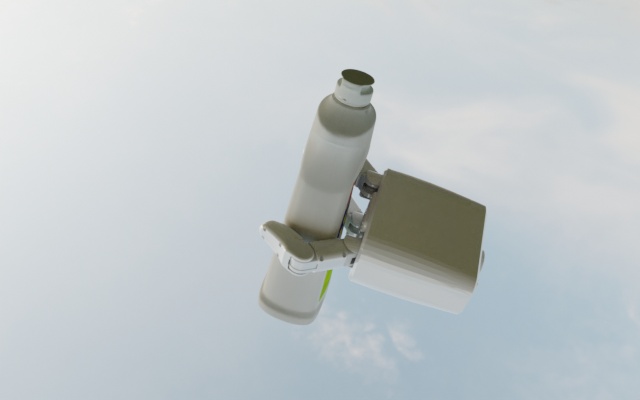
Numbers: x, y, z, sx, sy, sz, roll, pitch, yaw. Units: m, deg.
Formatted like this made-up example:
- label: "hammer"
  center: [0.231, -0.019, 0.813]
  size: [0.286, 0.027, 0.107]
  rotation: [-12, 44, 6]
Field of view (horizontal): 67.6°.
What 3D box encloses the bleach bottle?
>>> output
- label: "bleach bottle"
  center: [0.000, 0.001, 0.450]
  size: [0.068, 0.251, 0.102]
  rotation: [19, 38, 4]
